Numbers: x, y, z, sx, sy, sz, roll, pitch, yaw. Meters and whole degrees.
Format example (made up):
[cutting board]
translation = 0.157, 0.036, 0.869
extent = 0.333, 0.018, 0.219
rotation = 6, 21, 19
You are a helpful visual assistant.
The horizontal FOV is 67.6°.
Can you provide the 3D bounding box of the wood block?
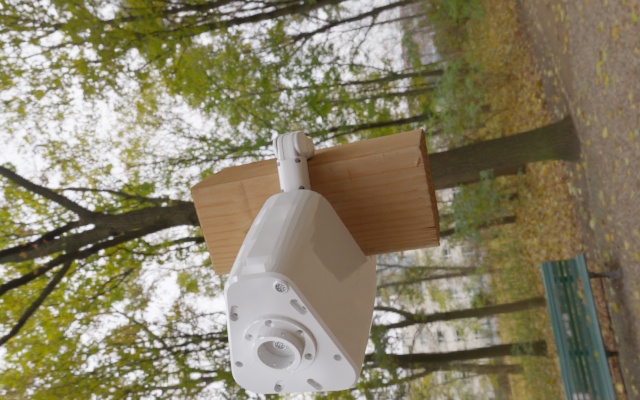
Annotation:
[wood block]
translation = 0.000, 0.001, 0.447
extent = 0.206, 0.091, 0.090
rotation = -9, 14, 16
